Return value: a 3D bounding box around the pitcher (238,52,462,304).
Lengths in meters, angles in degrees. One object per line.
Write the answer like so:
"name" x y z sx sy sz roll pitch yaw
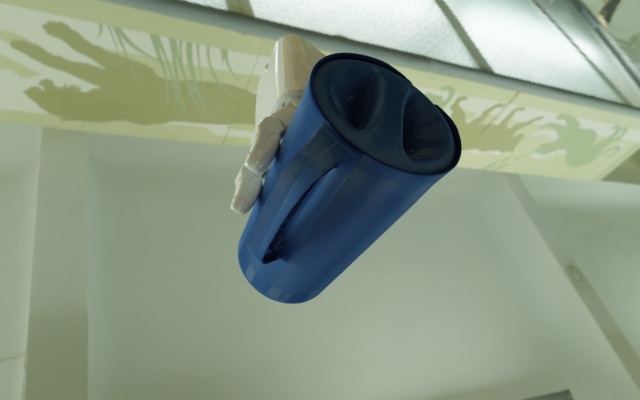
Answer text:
"pitcher" 0.000 0.001 0.440 0.149 0.145 0.243 11 -42 -23
